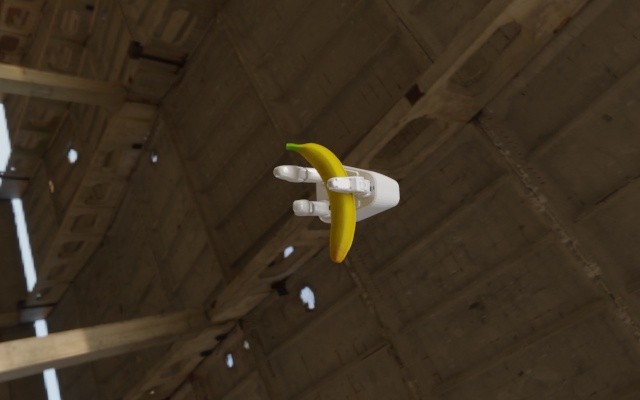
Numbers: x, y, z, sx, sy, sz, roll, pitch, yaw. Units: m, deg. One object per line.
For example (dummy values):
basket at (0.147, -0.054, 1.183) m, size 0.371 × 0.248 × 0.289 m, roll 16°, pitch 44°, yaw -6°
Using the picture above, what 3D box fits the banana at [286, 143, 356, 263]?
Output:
banana at (0.015, -0.009, 0.715) m, size 0.069 × 0.197 × 0.037 m, roll -26°, pitch -13°, yaw 13°
